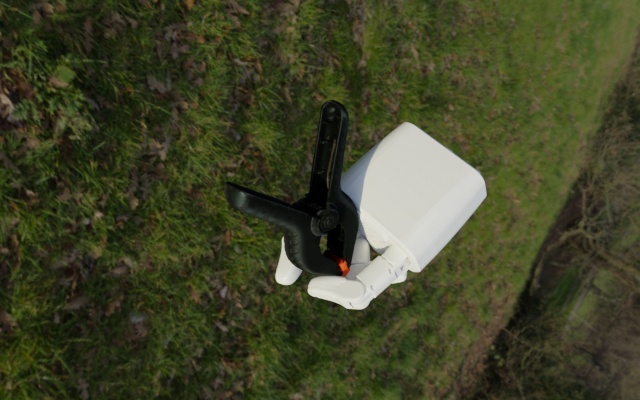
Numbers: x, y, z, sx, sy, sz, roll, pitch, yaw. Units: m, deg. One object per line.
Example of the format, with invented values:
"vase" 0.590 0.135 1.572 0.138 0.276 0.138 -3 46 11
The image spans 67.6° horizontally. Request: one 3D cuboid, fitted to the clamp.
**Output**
"clamp" 0.000 0.002 0.412 0.039 0.120 0.172 38 -13 39
